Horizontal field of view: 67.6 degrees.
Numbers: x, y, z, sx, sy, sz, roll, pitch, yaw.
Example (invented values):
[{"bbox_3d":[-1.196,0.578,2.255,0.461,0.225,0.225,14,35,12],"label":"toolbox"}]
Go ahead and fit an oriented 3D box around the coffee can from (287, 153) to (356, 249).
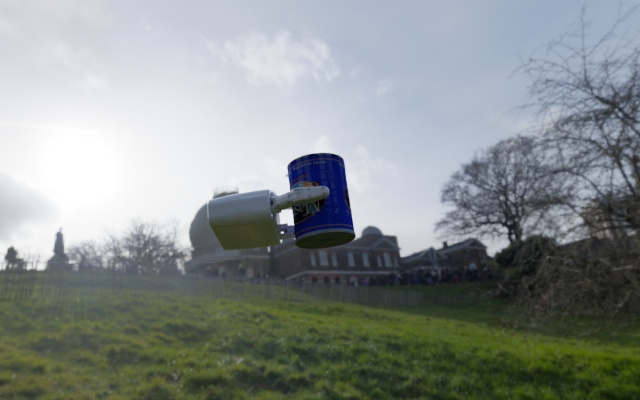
[{"bbox_3d":[0.000,0.003,0.820,0.103,0.140,0.103,-7,-19,-2],"label":"coffee can"}]
